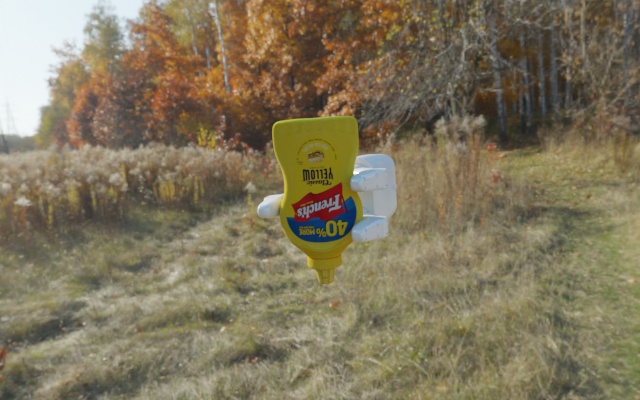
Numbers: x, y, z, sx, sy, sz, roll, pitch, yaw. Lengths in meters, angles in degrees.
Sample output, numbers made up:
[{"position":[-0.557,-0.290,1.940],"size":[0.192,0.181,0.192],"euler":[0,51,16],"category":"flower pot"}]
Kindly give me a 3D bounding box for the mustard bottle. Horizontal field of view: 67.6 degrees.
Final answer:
[{"position":[0.000,0.002,0.551],"size":[0.096,0.191,0.058],"euler":[-4,9,2],"category":"mustard bottle"}]
